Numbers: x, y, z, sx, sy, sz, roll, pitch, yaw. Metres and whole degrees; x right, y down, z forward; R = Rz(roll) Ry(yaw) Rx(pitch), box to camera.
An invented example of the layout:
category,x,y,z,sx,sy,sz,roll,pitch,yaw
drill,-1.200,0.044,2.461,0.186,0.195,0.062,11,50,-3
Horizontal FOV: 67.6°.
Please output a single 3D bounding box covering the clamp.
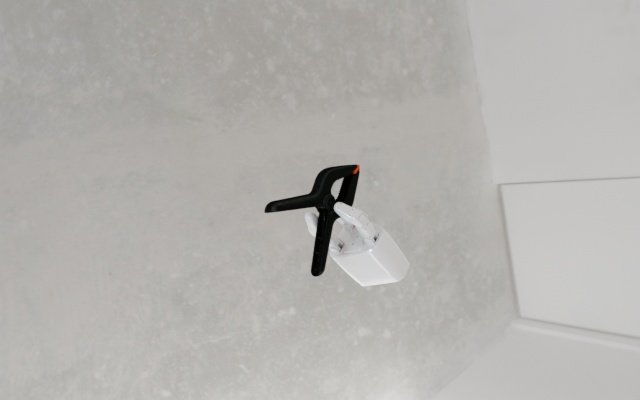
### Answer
category,x,y,z,sx,sy,sz,roll,pitch,yaw
clamp,0.001,0.002,0.825,0.036,0.210,0.165,3,-38,47
